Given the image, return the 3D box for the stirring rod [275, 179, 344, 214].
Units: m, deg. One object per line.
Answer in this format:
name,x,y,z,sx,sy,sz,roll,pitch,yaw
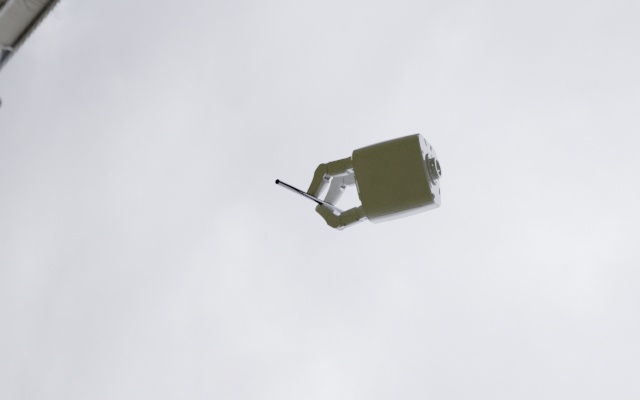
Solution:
stirring rod,0.000,0.003,0.761,0.011,0.011,0.239,0,-14,31
